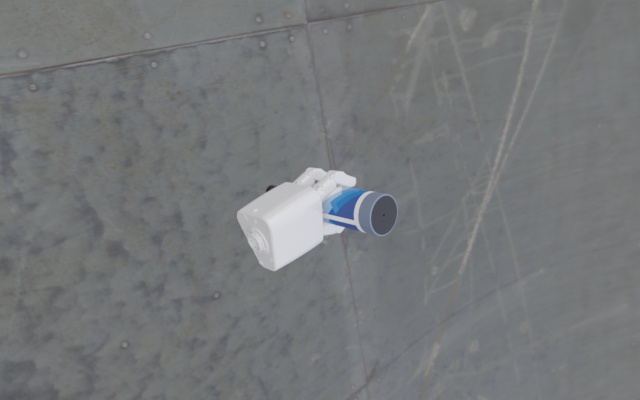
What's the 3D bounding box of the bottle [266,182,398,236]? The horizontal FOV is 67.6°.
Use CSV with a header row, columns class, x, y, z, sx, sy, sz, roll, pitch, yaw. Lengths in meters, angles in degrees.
class,x,y,z,sx,sy,sz,roll,pitch,yaw
bottle,0.000,0.003,0.844,0.069,0.069,0.295,0,8,-43
